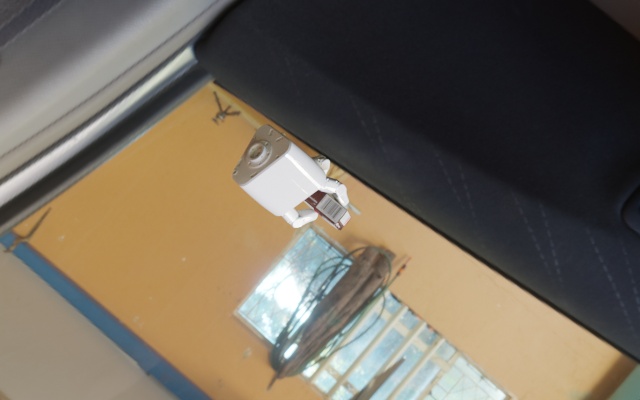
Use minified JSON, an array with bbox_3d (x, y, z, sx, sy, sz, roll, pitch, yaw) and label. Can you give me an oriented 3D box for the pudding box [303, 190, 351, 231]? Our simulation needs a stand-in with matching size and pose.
[{"bbox_3d":[0.000,0.003,0.869,0.113,0.039,0.090,41,-1,13],"label":"pudding box"}]
